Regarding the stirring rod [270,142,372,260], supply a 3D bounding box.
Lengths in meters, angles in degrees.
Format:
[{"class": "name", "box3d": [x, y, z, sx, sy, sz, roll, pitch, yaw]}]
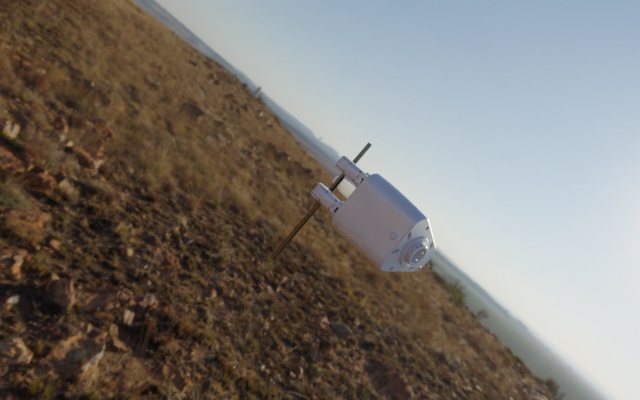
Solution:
[{"class": "stirring rod", "box3d": [0.000, 0.003, 0.756, 0.011, 0.239, 0.011, 40, 6, -5]}]
